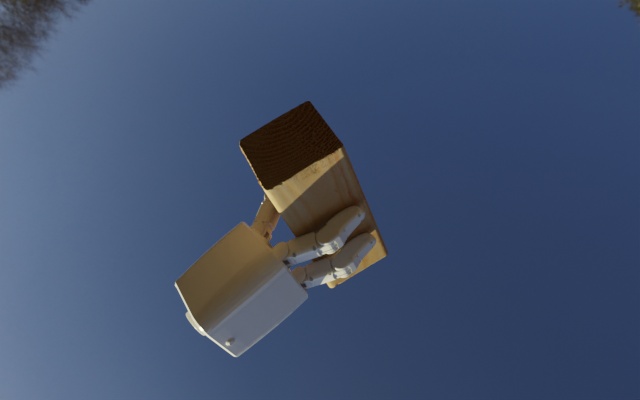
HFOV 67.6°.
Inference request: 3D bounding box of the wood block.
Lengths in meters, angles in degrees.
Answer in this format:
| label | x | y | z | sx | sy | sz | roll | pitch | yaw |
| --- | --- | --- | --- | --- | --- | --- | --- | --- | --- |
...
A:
| label | x | y | z | sx | sy | sz | roll | pitch | yaw |
| --- | --- | --- | --- | --- | --- | --- | --- | --- | --- |
| wood block | 0.000 | 0.002 | 0.555 | 0.090 | 0.090 | 0.206 | -31 | -41 | -3 |
